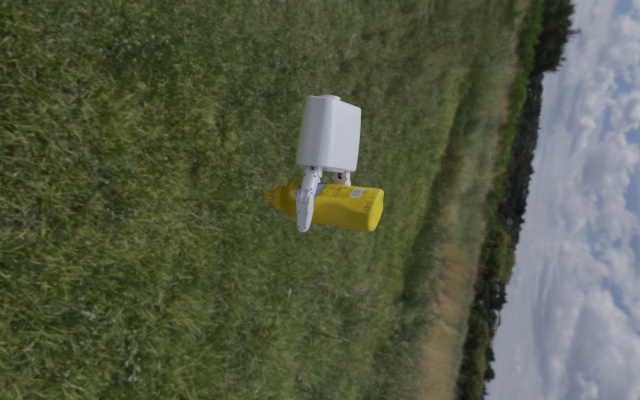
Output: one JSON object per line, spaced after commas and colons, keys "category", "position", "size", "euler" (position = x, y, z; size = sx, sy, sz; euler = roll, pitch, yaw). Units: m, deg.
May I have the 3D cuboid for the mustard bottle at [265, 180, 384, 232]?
{"category": "mustard bottle", "position": [0.000, 0.003, 0.772], "size": [0.191, 0.058, 0.096], "euler": [8, 28, 17]}
